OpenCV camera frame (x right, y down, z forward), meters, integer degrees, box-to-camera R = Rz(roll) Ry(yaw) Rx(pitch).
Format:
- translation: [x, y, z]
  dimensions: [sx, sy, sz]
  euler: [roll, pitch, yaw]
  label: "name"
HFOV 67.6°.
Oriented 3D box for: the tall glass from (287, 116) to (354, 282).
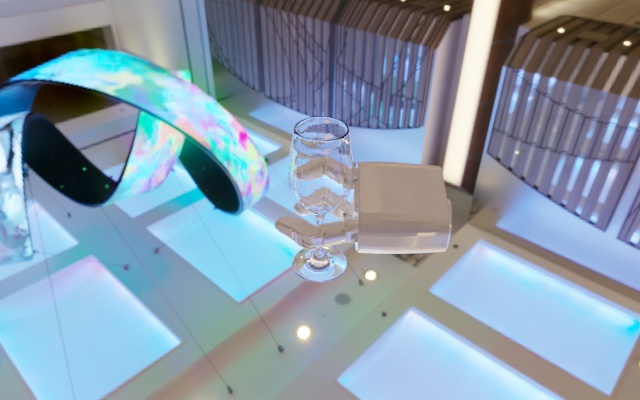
- translation: [0.000, 0.003, 0.583]
  dimensions: [0.079, 0.201, 0.079]
  euler: [0, 35, 0]
  label: "tall glass"
